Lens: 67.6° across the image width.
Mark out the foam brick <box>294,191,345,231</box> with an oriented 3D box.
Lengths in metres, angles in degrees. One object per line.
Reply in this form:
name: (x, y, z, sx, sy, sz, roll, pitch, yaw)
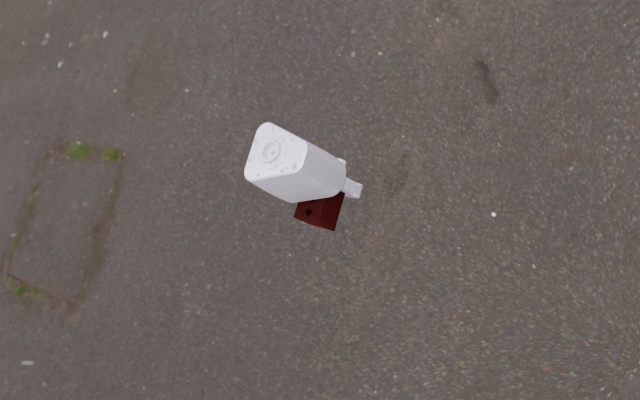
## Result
foam brick: (0.000, 0.003, 0.770, 0.053, 0.078, 0.051, 11, -9, 35)
